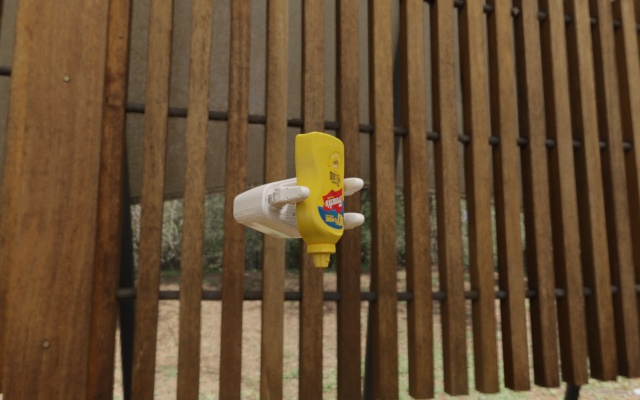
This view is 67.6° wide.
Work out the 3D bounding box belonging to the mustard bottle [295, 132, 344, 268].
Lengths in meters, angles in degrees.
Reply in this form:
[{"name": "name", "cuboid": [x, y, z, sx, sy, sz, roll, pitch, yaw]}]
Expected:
[{"name": "mustard bottle", "cuboid": [0.000, 0.002, 0.704, 0.058, 0.191, 0.096, -5, -10, 28]}]
